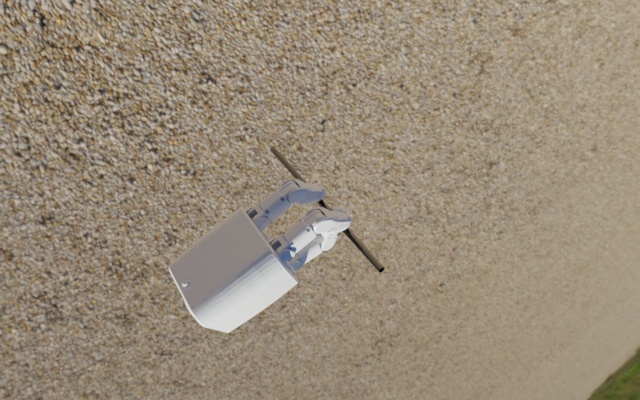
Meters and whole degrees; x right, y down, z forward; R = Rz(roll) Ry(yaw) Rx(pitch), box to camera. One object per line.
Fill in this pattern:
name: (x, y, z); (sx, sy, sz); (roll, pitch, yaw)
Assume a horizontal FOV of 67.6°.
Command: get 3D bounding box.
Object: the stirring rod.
stirring rod: (0.000, 0.002, 0.578); (0.011, 0.011, 0.239); (0, 37, -43)
